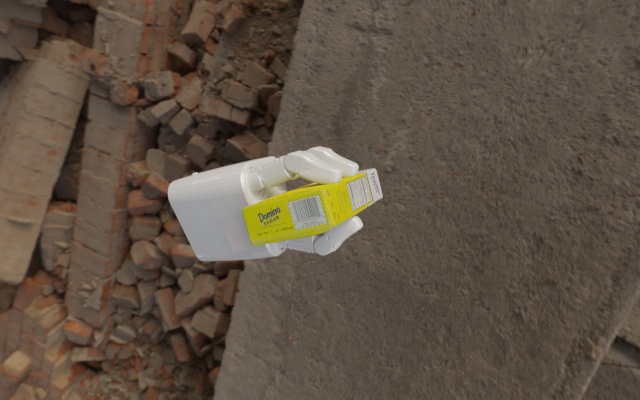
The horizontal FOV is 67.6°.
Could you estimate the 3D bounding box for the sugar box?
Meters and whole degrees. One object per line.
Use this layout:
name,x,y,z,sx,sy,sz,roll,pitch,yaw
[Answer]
sugar box,0.000,0.001,0.532,0.093,0.048,0.176,-12,8,24
